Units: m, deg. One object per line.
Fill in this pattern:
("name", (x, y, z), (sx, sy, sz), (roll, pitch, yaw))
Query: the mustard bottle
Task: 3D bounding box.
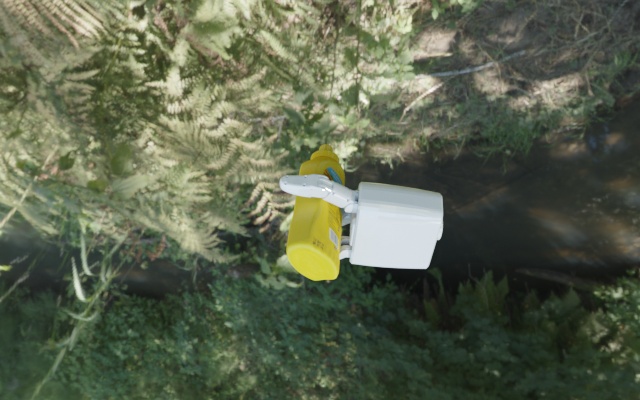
("mustard bottle", (0.000, 0.002, 0.639), (0.058, 0.191, 0.096), (-8, -37, 22))
